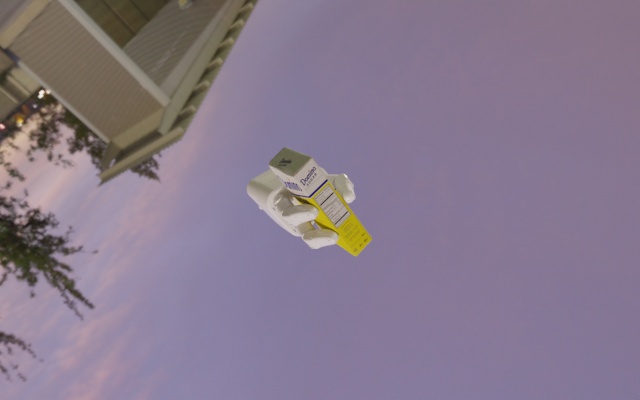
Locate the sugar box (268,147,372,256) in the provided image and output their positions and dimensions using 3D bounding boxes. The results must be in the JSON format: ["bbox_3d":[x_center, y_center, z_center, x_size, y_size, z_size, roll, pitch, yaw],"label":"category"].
[{"bbox_3d":[0.000,0.003,0.721,0.176,0.048,0.093,49,-12,-31],"label":"sugar box"}]
